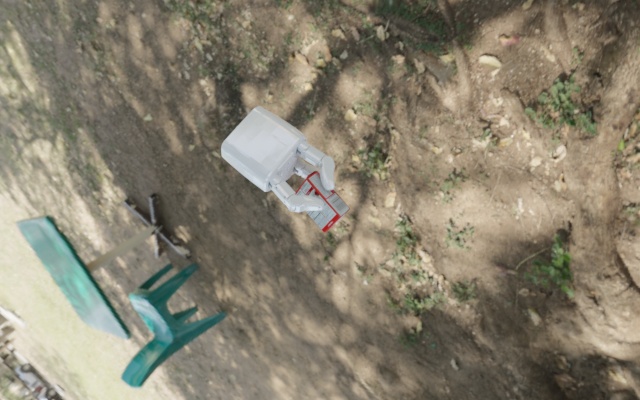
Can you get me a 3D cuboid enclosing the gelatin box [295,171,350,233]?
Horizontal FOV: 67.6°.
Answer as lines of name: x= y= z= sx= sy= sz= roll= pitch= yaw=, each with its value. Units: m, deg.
gelatin box: x=0.000 y=0.003 z=0.821 sx=0.030 sy=0.089 sz=0.073 roll=-37 pitch=-7 yaw=-34
